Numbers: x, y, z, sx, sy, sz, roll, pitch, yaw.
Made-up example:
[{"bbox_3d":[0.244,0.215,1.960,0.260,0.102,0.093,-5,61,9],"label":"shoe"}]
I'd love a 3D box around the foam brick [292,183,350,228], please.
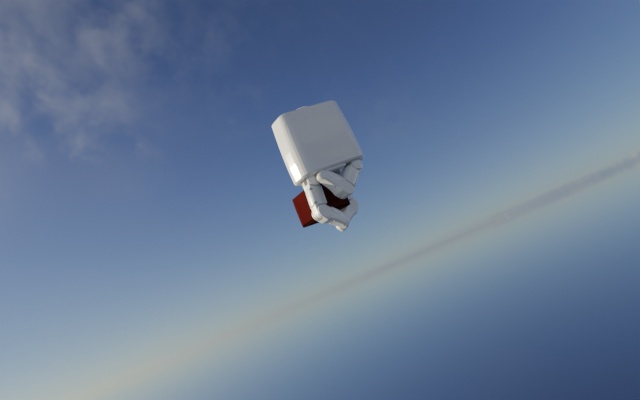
[{"bbox_3d":[0.000,0.003,0.776,0.053,0.051,0.078,-17,-12,-38],"label":"foam brick"}]
